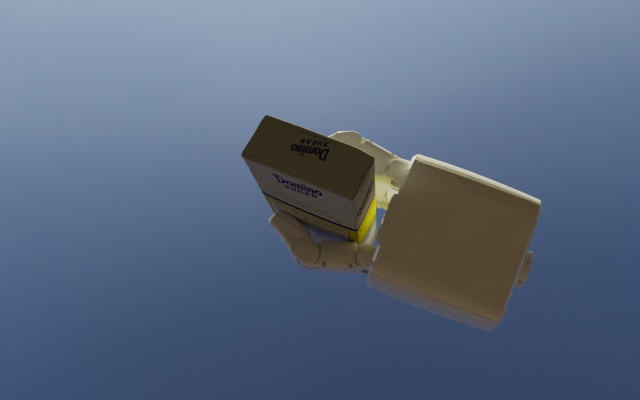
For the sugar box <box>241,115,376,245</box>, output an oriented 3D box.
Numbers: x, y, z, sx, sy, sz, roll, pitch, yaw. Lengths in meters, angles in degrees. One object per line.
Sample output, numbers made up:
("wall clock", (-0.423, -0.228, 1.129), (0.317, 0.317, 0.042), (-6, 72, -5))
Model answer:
("sugar box", (0.000, 0.001, 0.418), (0.093, 0.048, 0.176), (22, -21, 15))
